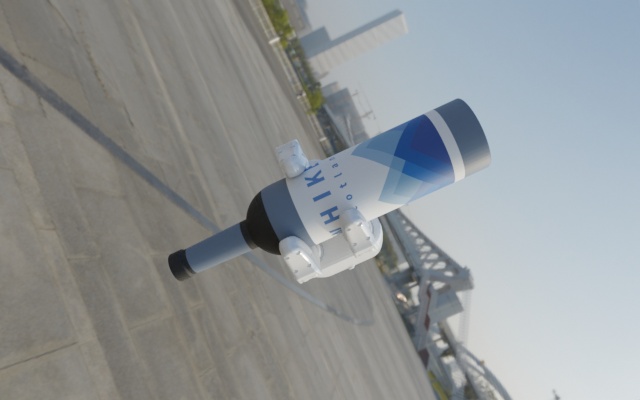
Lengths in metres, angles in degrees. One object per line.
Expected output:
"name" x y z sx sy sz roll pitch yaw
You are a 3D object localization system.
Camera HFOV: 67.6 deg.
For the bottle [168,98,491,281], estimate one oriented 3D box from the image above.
"bottle" 0.000 0.001 0.430 0.296 0.069 0.069 -25 -2 4
